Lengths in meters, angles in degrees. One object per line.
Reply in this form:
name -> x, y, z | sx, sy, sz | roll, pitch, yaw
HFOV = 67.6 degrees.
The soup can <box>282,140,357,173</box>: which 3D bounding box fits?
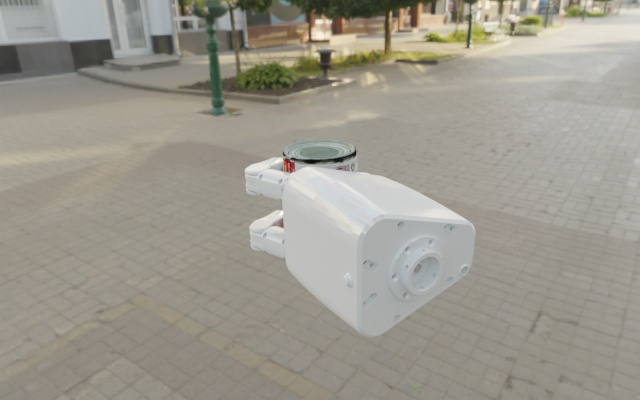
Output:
soup can -> 0.000, 0.001, 0.441 | 0.068, 0.102, 0.068 | -1, 22, 1
